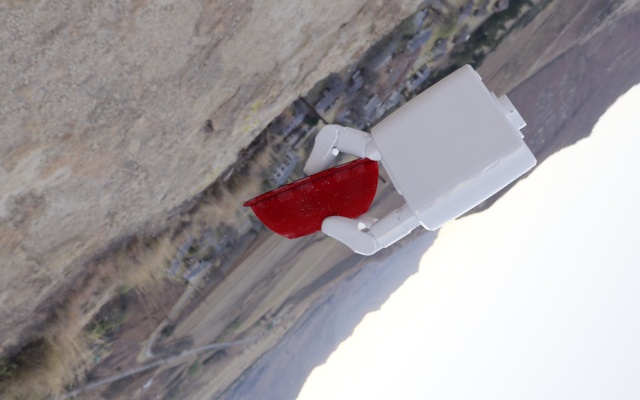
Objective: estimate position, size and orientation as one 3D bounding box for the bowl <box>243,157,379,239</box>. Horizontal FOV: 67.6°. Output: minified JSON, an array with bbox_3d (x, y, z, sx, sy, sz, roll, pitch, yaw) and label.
[{"bbox_3d":[-0.001,0.002,0.523,0.162,0.055,0.162,-20,0,0],"label":"bowl"}]
